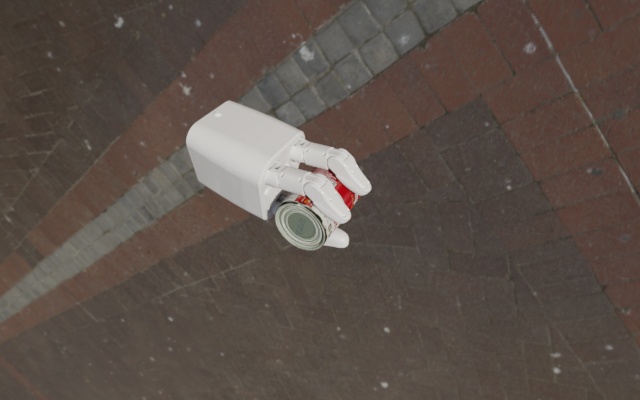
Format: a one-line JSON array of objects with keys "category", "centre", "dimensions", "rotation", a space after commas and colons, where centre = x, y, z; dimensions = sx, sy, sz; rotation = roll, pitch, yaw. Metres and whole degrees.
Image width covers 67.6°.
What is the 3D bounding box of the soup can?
[{"category": "soup can", "centre": [0.000, 0.002, 0.562], "dimensions": [0.068, 0.068, 0.102], "rotation": [0, 34, 34]}]
